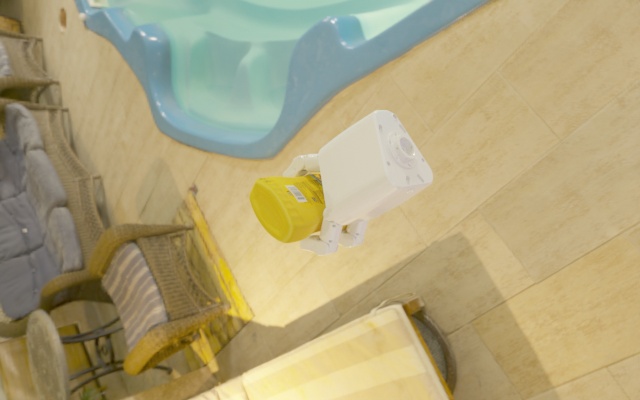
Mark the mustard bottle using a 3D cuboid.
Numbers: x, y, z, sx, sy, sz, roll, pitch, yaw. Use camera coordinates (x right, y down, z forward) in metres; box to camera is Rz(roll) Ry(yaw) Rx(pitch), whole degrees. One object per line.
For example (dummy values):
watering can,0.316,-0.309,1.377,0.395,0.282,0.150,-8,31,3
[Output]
mustard bottle,0.000,0.002,0.677,0.191,0.058,0.096,-9,48,-45
